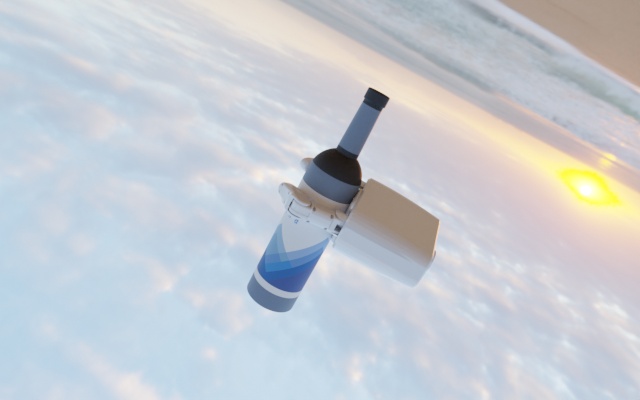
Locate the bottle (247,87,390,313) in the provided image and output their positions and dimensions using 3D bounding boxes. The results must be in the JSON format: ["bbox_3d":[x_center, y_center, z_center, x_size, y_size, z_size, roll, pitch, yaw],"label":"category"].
[{"bbox_3d":[0.000,0.002,0.582,0.069,0.296,0.069,25,18,-9],"label":"bottle"}]
